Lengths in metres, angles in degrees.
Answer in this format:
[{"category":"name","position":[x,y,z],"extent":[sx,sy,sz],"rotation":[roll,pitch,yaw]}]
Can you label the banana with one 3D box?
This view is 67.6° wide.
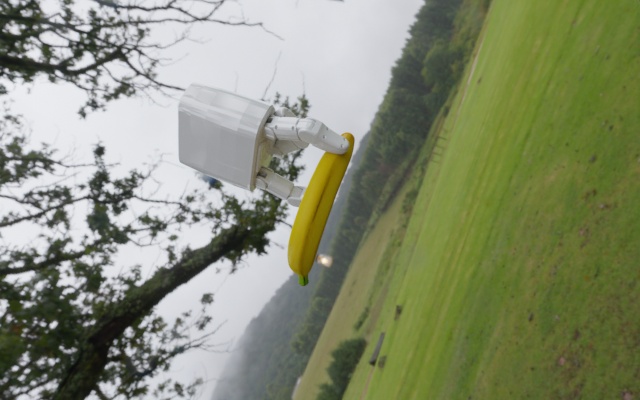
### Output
[{"category":"banana","position":[-0.002,0.003,0.561],"extent":[0.037,0.198,0.069],"rotation":[19,-6,5]}]
